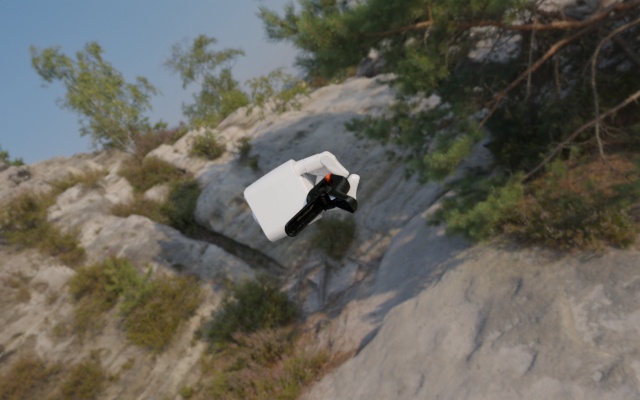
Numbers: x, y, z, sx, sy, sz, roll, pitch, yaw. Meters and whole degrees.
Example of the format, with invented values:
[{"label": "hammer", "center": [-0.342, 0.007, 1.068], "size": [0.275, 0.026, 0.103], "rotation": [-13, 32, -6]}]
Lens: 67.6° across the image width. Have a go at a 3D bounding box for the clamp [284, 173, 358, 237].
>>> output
[{"label": "clamp", "center": [0.000, 0.002, 0.776], "size": [0.120, 0.039, 0.171], "rotation": [-20, 16, 8]}]
